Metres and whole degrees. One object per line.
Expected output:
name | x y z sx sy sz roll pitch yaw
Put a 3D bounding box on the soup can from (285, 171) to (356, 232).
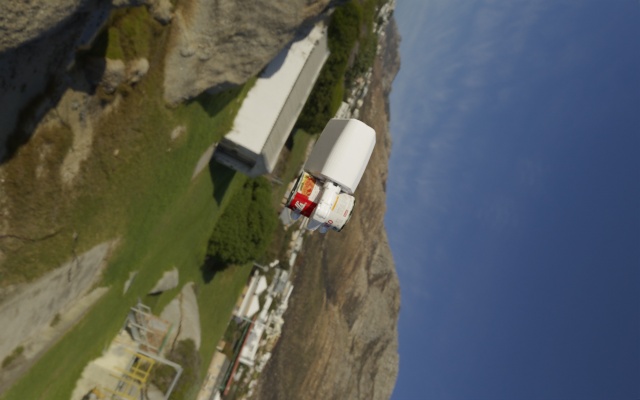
soup can | 0.000 0.003 0.811 0.102 0.068 0.068 26 -4 -9
